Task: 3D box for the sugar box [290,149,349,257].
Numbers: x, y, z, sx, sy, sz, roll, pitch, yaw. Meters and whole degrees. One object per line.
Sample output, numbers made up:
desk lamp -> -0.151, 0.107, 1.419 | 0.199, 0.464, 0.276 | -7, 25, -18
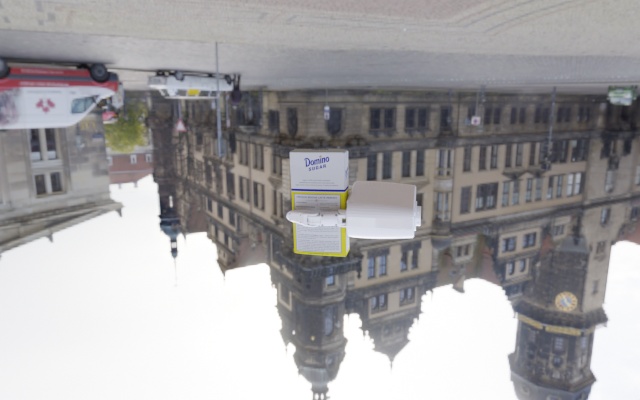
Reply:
sugar box -> 0.000, 0.003, 0.798 | 0.093, 0.176, 0.048 | 2, 12, 12
